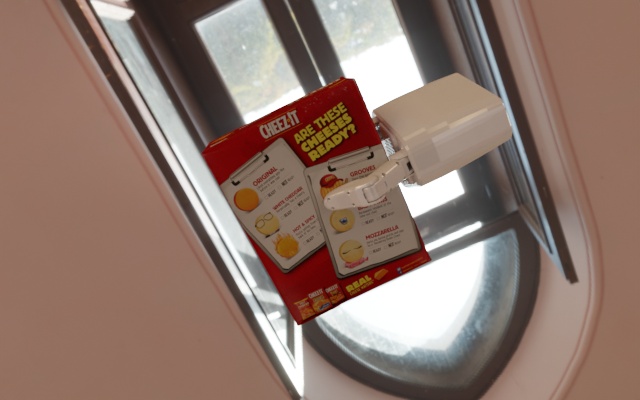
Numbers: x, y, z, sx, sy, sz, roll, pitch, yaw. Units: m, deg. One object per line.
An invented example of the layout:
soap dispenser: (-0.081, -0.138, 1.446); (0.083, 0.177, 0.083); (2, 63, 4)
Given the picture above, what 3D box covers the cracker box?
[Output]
cracker box: (0.000, 0.002, 0.509); (0.164, 0.214, 0.072); (-26, 17, 0)
